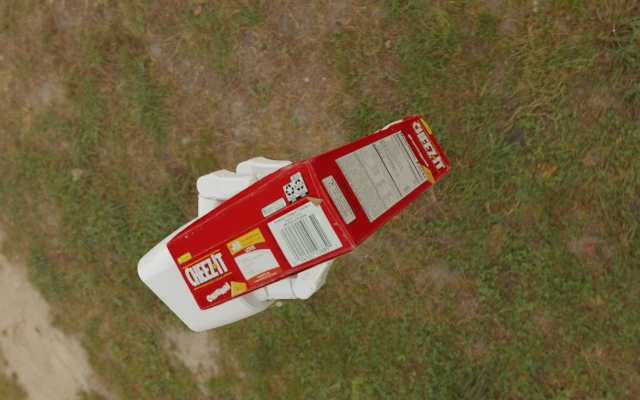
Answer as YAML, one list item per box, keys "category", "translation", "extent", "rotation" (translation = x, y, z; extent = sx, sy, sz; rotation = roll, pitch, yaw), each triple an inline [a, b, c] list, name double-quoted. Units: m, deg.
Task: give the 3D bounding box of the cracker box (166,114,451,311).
- category: "cracker box"
  translation: [0.000, 0.002, 0.420]
  extent: [0.164, 0.072, 0.213]
  rotation: [-28, 1, 35]
